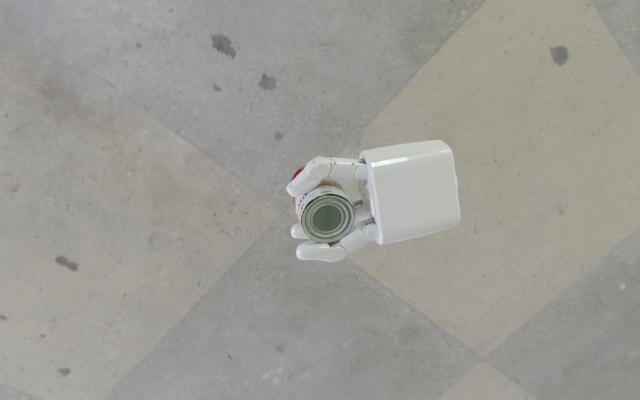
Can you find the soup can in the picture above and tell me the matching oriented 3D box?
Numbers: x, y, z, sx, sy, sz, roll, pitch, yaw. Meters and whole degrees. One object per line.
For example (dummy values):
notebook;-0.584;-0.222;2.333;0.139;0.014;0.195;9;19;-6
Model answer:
soup can;0.000;0.002;0.612;0.068;0.068;0.102;0;25;-12
